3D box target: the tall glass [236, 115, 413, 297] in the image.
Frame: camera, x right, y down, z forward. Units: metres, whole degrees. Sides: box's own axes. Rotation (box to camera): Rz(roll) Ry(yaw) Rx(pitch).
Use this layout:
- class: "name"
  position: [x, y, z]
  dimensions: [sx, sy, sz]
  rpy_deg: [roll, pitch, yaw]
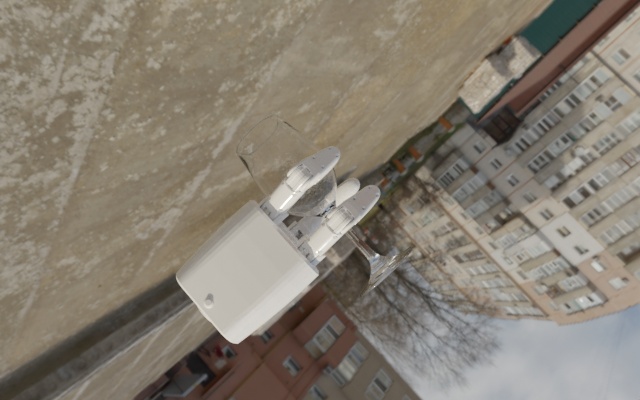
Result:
- class: "tall glass"
  position: [0.001, 0.002, 0.500]
  dimensions: [0.079, 0.201, 0.079]
  rpy_deg: [-42, -7, -7]
